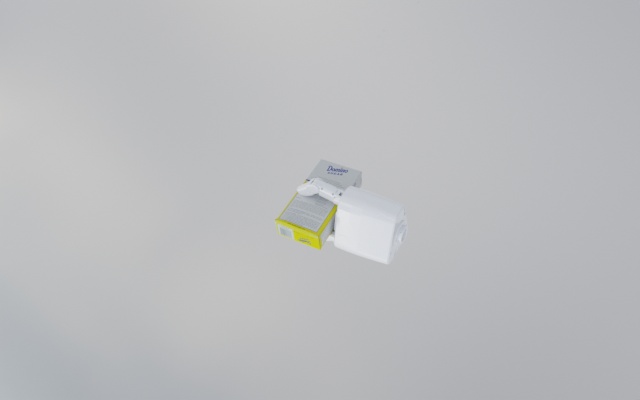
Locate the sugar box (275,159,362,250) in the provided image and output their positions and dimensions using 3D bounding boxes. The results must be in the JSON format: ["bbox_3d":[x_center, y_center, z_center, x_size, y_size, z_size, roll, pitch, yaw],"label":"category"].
[{"bbox_3d":[0.000,0.003,0.893,0.093,0.048,0.176,20,51,22],"label":"sugar box"}]
